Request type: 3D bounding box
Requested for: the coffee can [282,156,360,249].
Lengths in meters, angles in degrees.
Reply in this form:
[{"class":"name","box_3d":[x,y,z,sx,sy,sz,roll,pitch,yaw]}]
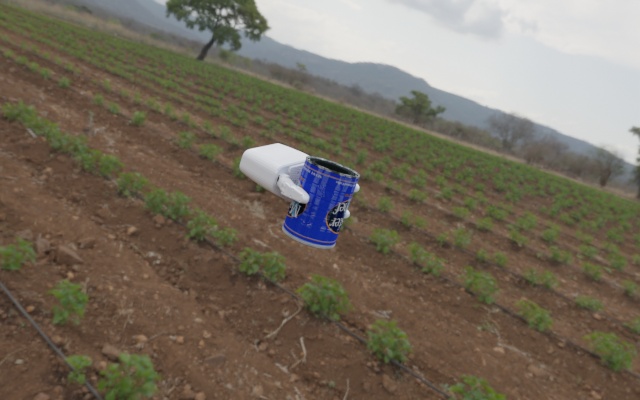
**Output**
[{"class":"coffee can","box_3d":[0.000,0.003,0.864,0.103,0.140,0.102,18,13,-4]}]
